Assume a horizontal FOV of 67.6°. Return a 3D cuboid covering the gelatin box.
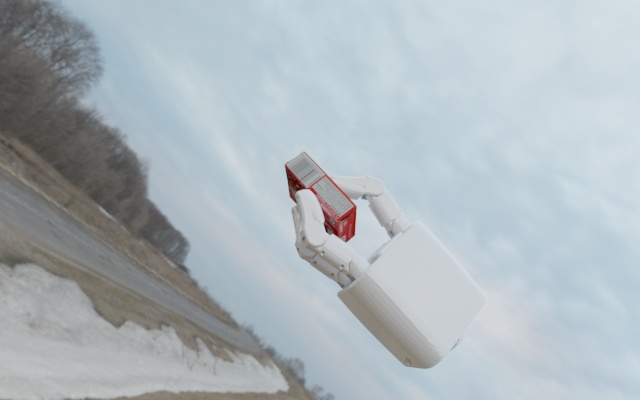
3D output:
[{"bbox_3d":[0.000,0.001,0.511,0.030,0.089,0.073,-36,-22,-16],"label":"gelatin box"}]
